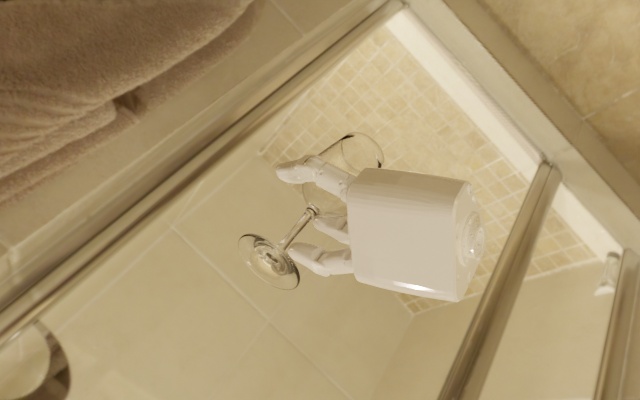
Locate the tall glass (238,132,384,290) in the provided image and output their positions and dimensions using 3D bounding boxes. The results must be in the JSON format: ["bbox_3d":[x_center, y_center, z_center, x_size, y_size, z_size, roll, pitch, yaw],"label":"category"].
[{"bbox_3d":[0.000,0.002,0.530,0.079,0.079,0.201,0,37,40],"label":"tall glass"}]
